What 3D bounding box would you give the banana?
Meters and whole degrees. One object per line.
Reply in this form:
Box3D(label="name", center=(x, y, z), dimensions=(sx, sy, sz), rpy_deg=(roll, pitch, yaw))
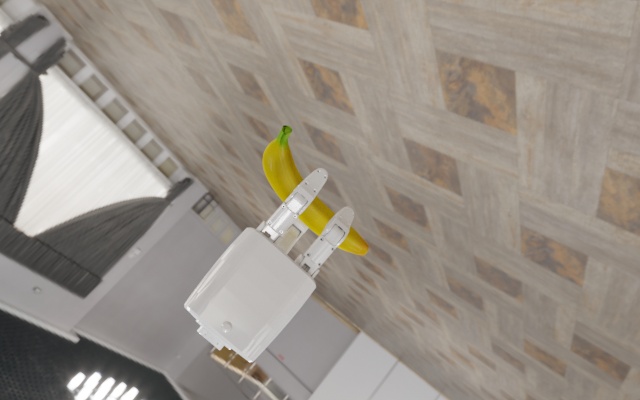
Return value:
Box3D(label="banana", center=(-0.014, -0.001, 0.579), dimensions=(0.069, 0.198, 0.037), rpy_deg=(1, 45, 49))
